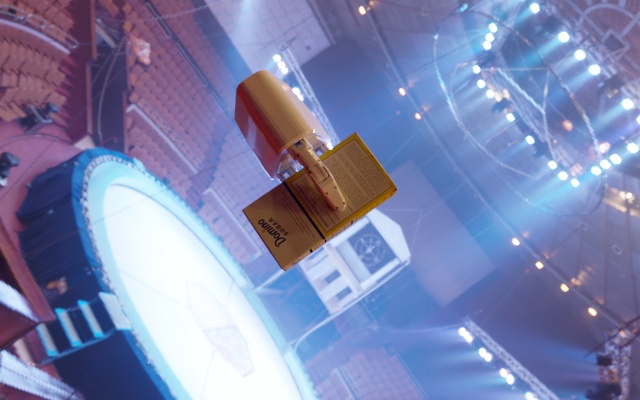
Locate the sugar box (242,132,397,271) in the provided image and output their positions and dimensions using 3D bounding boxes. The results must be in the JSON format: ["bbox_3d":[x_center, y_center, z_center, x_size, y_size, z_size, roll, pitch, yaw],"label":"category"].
[{"bbox_3d":[0.000,0.002,0.607,0.176,0.093,0.048,-35,-13,-3],"label":"sugar box"}]
